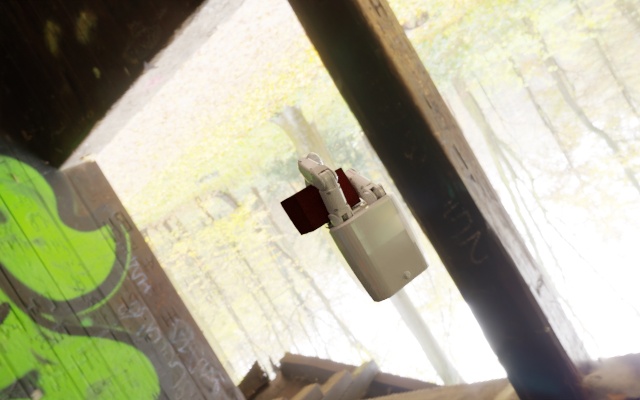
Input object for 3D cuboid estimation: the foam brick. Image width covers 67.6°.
[{"bbox_3d":[0.000,0.002,0.599,0.078,0.051,0.053,-31,3,-24],"label":"foam brick"}]
